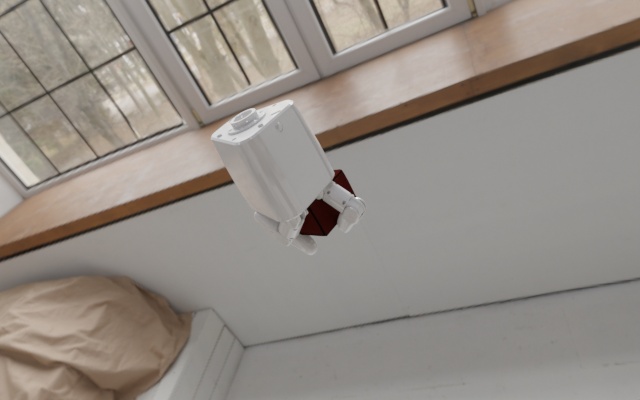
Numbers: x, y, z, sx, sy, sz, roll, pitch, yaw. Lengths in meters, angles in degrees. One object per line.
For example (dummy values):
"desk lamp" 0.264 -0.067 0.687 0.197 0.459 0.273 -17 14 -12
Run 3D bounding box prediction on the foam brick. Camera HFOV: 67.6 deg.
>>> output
"foam brick" 0.000 0.002 0.619 0.053 0.051 0.078 -1 38 45
